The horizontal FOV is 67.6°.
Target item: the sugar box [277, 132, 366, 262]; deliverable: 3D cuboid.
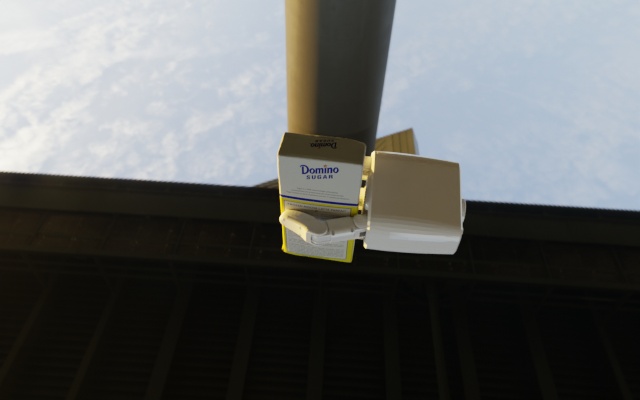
[{"bbox_3d":[0.000,0.002,0.568,0.093,0.048,0.176,8,-44,4],"label":"sugar box"}]
